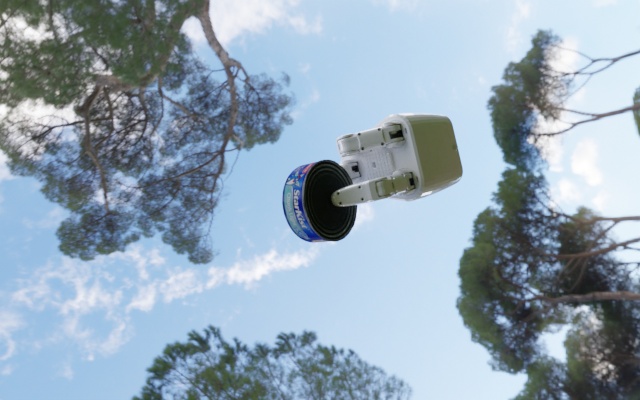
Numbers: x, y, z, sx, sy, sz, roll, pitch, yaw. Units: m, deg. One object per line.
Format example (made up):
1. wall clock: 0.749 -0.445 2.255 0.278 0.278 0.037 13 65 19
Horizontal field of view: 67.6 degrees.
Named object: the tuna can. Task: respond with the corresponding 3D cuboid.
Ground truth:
1. tuna can: 0.000 0.002 0.505 0.034 0.086 0.086 -9 -6 41
